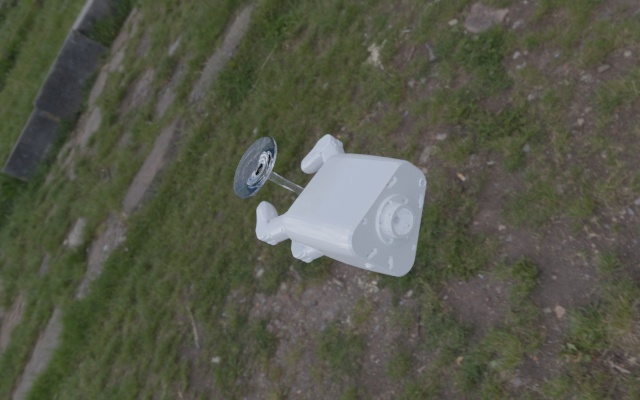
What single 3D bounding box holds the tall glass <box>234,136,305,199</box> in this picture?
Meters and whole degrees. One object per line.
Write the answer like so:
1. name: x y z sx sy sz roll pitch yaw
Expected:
1. tall glass: 0.000 0.002 0.573 0.201 0.079 0.079 28 -17 -35
